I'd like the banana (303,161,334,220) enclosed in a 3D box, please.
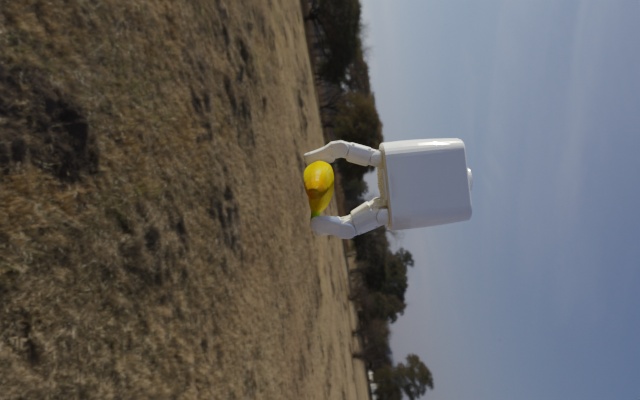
[{"bbox_3d":[0.000,-0.015,0.612,0.037,0.069,0.198,-2,-13,1],"label":"banana"}]
